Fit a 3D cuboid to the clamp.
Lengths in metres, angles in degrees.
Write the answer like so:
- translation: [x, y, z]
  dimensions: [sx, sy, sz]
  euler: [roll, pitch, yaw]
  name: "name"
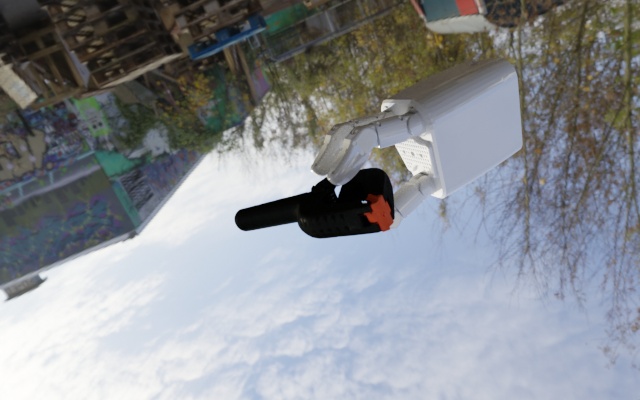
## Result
- translation: [0.001, 0.002, 0.469]
  dimensions: [0.164, 0.036, 0.210]
  euler: [-31, 19, -10]
  name: "clamp"
